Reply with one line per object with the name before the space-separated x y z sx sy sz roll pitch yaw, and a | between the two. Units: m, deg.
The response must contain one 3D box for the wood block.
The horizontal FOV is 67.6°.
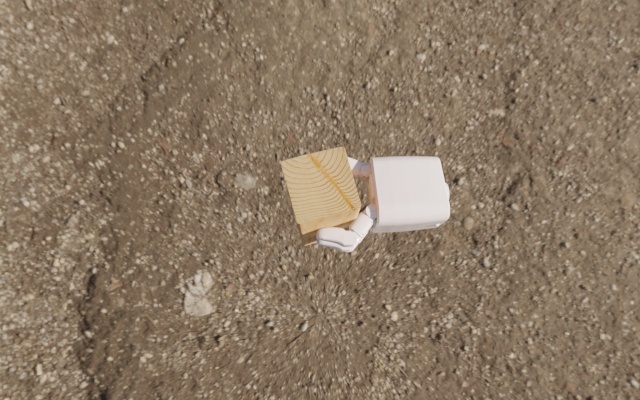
wood block | 0.000 0.002 0.724 0.090 0.090 0.206 -14 -13 -4
